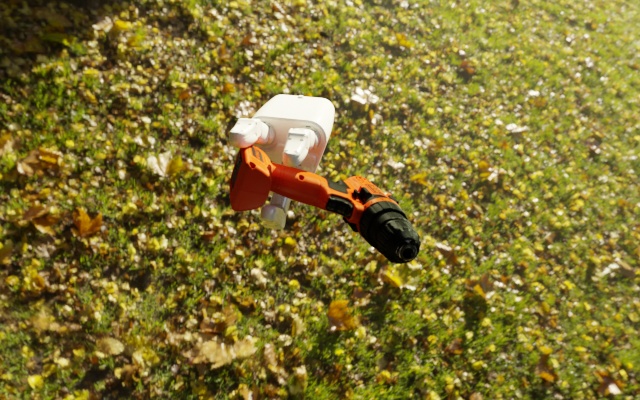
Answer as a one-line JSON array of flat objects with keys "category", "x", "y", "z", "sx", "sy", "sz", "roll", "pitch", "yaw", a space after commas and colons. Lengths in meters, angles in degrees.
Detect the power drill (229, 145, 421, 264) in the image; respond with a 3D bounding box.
[{"category": "power drill", "x": 0.000, "y": 0.001, "z": 0.509, "sx": 0.188, "sy": 0.057, "sz": 0.184, "roll": 17, "pitch": 13, "yaw": -18}]
